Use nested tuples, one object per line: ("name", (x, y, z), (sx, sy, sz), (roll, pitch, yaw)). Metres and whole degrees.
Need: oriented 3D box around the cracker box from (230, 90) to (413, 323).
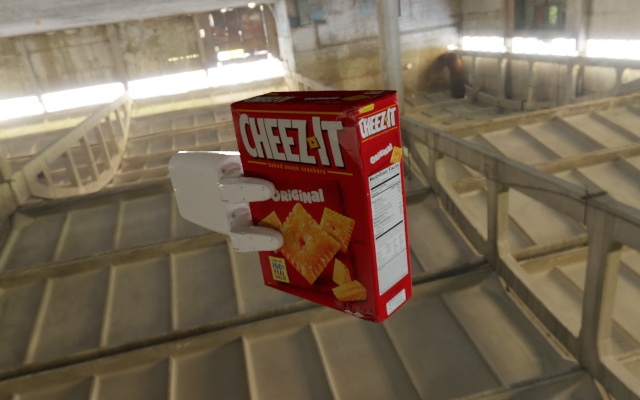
("cracker box", (0.000, 0.002, 0.485), (0.164, 0.214, 0.072), (10, 28, 40))
